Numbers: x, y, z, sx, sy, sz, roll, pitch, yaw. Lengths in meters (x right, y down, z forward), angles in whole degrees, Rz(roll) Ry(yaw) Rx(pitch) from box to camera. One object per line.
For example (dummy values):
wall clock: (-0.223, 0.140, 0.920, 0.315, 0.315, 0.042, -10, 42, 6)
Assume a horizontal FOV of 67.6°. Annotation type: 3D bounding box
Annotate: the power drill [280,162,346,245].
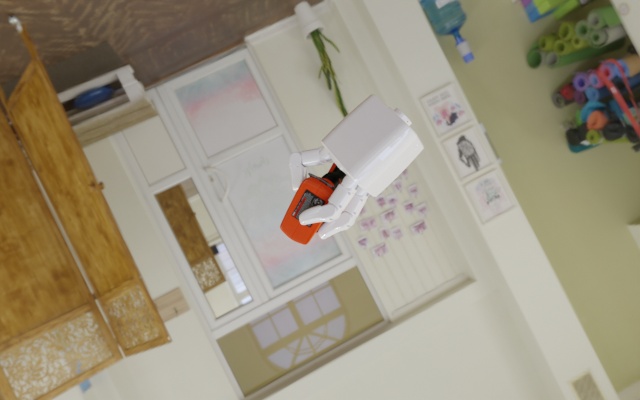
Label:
power drill: (0.000, 0.003, 0.793, 0.057, 0.184, 0.187, 31, 25, 7)
